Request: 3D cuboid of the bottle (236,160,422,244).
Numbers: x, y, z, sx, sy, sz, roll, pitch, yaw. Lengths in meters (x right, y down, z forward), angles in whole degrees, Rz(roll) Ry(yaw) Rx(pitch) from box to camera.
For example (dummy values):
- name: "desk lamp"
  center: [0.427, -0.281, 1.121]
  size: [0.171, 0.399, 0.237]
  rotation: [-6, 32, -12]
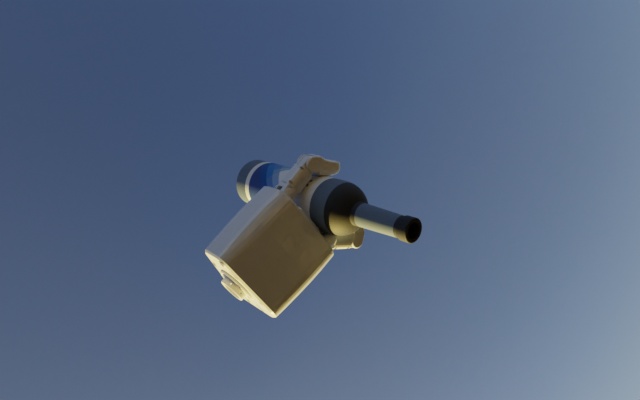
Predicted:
- name: "bottle"
  center: [0.000, 0.002, 0.596]
  size: [0.069, 0.069, 0.295]
  rotation: [0, 11, -42]
